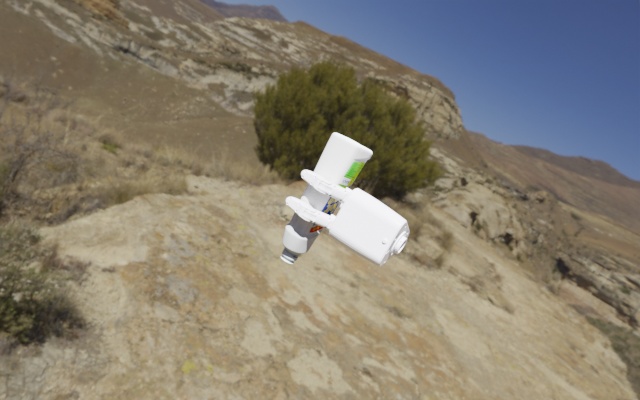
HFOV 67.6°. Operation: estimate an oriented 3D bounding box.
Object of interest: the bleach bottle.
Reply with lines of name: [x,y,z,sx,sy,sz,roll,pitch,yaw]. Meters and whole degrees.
bleach bottle: [0.000,0.003,0.877,0.068,0.251,0.102,32,11,20]
